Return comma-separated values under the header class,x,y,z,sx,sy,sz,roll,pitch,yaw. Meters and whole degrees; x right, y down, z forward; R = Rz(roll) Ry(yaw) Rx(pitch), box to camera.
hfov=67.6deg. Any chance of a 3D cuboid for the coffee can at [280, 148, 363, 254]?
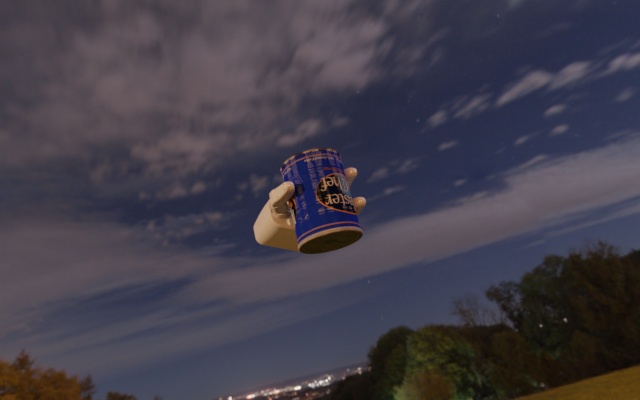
class,x,y,z,sx,sy,sz,roll,pitch,yaw
coffee can,0.000,0.003,0.763,0.103,0.140,0.103,-13,-21,-5
